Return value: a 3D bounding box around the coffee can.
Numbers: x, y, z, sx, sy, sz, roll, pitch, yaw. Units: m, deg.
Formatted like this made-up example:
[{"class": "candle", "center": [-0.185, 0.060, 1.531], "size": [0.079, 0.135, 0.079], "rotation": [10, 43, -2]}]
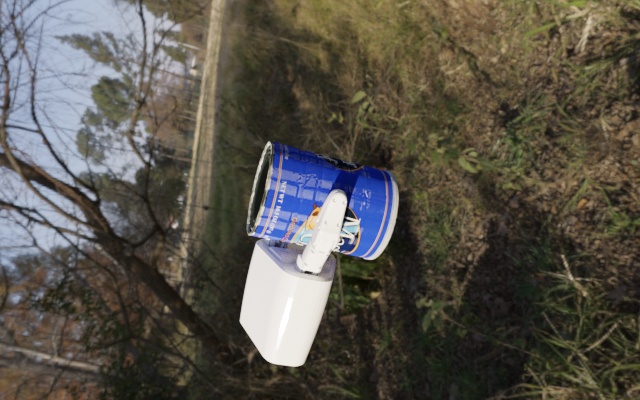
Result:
[{"class": "coffee can", "center": [0.000, 0.002, 0.523], "size": [0.140, 0.103, 0.103], "rotation": [13, -3, -15]}]
